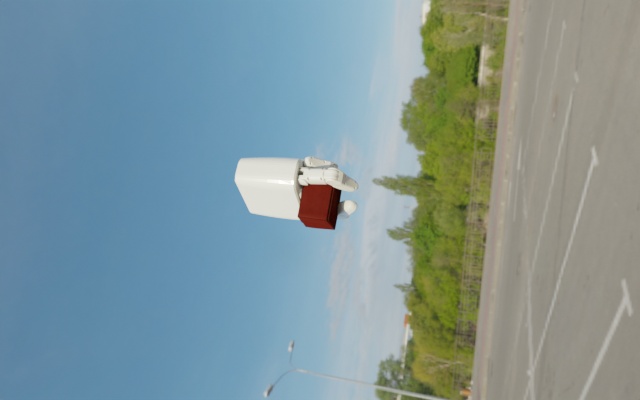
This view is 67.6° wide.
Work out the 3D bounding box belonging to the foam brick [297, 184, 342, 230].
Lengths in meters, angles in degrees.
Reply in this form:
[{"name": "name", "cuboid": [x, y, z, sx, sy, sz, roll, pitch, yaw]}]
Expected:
[{"name": "foam brick", "cuboid": [0.000, 0.003, 0.767, 0.051, 0.078, 0.053, 4, -20, 16]}]
